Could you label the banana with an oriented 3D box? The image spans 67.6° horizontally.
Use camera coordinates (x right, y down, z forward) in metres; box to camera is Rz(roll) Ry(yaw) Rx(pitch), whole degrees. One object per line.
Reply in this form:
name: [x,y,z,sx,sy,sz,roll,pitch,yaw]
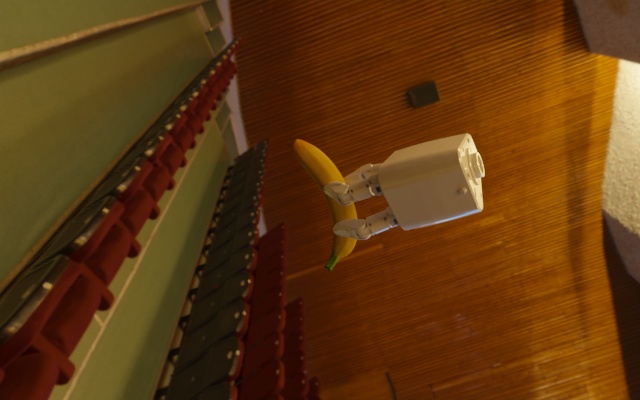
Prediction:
banana: [0.015,0.000,0.697,0.069,0.198,0.037,-22,9,-36]
